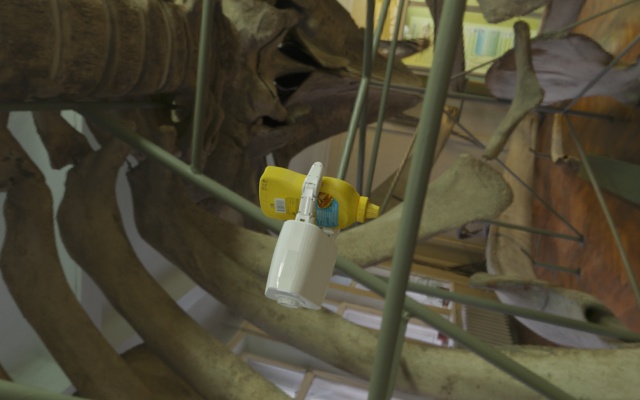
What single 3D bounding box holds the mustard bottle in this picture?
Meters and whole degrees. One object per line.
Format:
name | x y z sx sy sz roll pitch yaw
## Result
mustard bottle | 0.000 0.002 0.773 0.191 0.096 0.058 11 45 11
